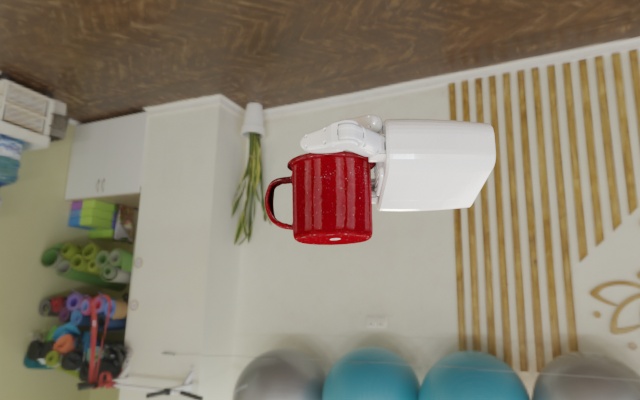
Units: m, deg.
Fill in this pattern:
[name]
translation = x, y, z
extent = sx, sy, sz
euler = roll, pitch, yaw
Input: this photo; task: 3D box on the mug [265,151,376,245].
[mug]
translation = -0.001, 0.002, 0.494
extent = 0.117, 0.081, 0.093
euler = -2, -12, 4
